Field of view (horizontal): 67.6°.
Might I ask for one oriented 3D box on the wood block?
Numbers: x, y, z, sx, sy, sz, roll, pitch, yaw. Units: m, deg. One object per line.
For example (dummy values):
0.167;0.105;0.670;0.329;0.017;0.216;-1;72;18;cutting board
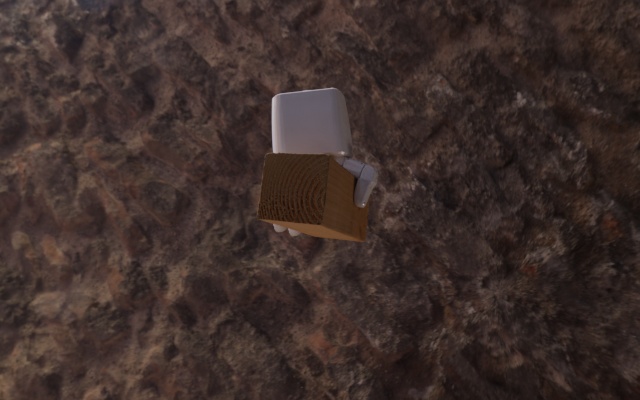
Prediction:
0.000;0.002;0.686;0.091;0.090;0.206;4;-9;21;wood block
